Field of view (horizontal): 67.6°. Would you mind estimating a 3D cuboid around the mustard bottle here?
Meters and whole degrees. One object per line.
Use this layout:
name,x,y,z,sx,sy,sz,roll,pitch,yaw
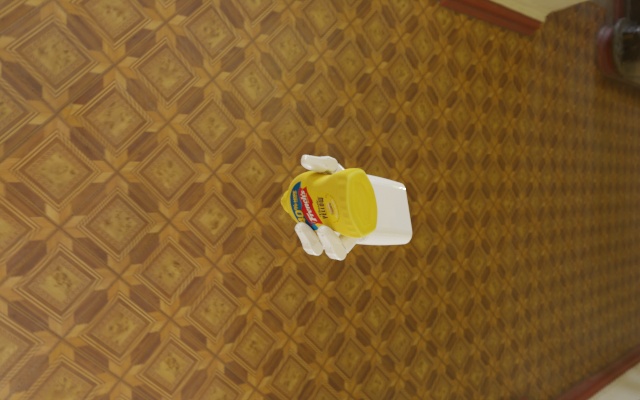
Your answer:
mustard bottle,0.000,0.002,0.732,0.058,0.096,0.191,-24,16,-36
